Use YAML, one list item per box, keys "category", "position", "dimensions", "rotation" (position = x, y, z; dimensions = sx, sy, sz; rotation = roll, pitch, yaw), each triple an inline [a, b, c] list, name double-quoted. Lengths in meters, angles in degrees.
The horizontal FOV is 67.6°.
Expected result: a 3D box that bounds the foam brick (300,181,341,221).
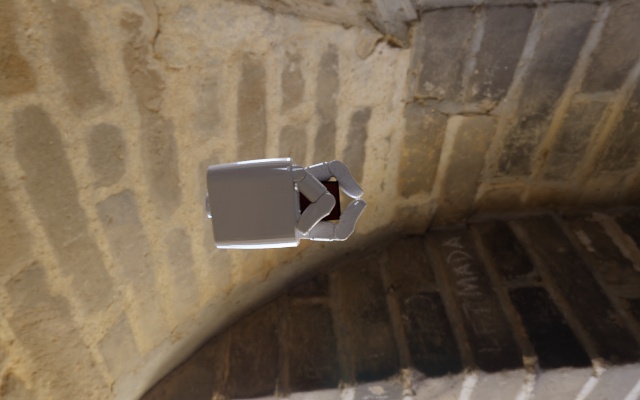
- category: "foam brick"
  position: [0.000, 0.002, 0.647]
  dimensions: [0.051, 0.053, 0.078]
  rotation: [-4, -3, 1]
